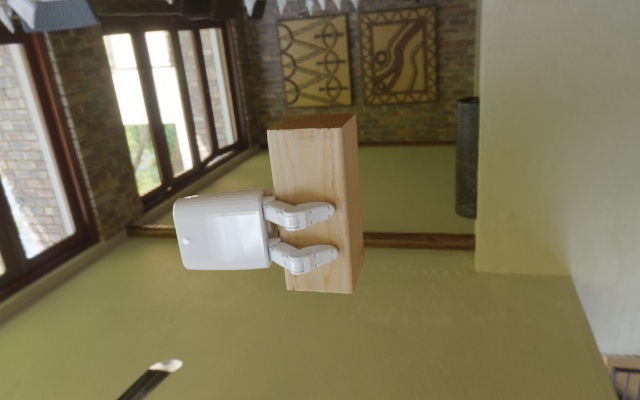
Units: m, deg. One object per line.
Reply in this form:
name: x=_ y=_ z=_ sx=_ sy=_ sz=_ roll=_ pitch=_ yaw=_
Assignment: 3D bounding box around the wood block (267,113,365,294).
wood block: x=0.000 y=0.002 z=0.599 sx=0.090 sy=0.206 sz=0.090 roll=0 pitch=21 yaw=14
